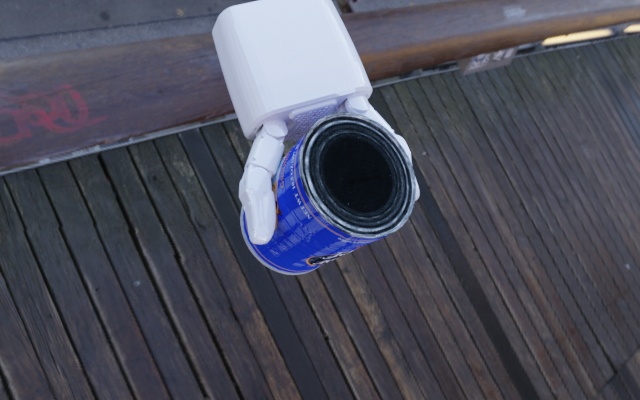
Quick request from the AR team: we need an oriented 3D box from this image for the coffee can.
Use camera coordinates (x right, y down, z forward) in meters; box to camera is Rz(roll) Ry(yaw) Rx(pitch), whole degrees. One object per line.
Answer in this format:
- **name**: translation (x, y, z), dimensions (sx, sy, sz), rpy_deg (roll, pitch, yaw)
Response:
- **coffee can**: translation (0.000, 0.002, 0.418), dimensions (0.103, 0.102, 0.140), rpy_deg (0, -19, -28)
